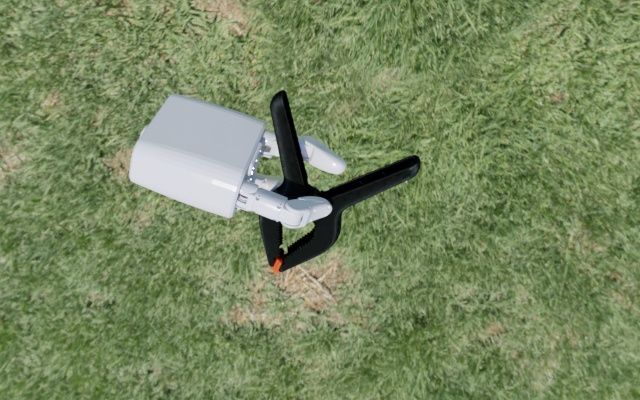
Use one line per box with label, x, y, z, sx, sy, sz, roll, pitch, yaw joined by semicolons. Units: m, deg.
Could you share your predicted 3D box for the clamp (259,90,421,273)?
clamp;0.000;0.002;0.523;0.164;0.210;0.036;19;31;-4
